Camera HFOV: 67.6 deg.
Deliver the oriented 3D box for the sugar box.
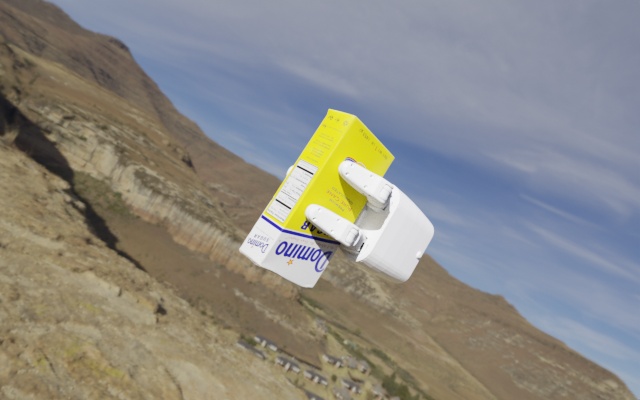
[{"bbox_3d":[0.001,0.002,0.508,0.048,0.176,0.093,26,-6,43],"label":"sugar box"}]
